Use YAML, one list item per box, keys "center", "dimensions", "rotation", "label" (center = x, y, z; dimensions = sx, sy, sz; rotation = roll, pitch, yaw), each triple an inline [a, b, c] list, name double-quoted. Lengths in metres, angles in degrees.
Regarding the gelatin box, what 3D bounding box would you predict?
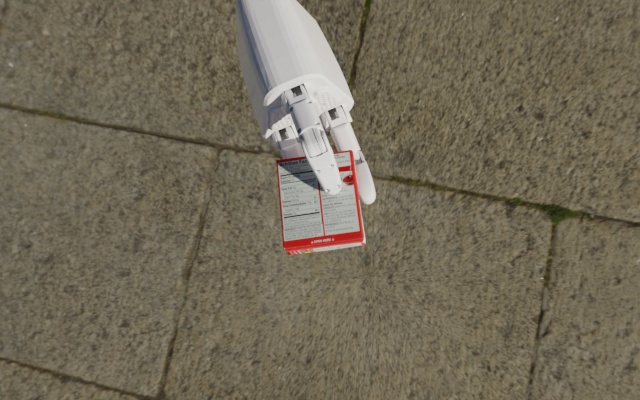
- center: [0.000, 0.002, 0.443]
  dimensions: [0.073, 0.089, 0.030]
  rotation: [-8, -18, 6]
  label: "gelatin box"
